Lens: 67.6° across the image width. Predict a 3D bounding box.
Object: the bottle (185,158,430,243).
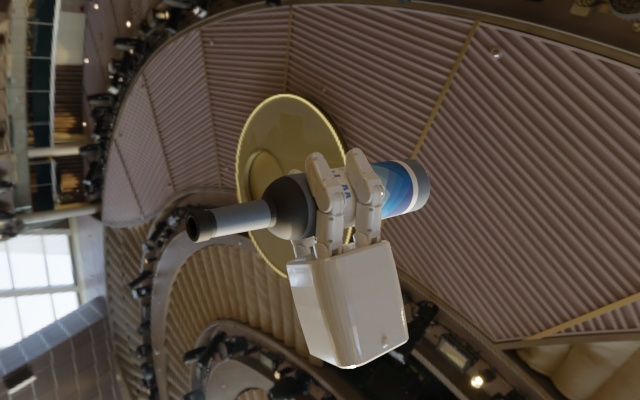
[{"bbox_3d":[0.000,0.002,0.504,0.295,0.069,0.069,-11,7,-40],"label":"bottle"}]
